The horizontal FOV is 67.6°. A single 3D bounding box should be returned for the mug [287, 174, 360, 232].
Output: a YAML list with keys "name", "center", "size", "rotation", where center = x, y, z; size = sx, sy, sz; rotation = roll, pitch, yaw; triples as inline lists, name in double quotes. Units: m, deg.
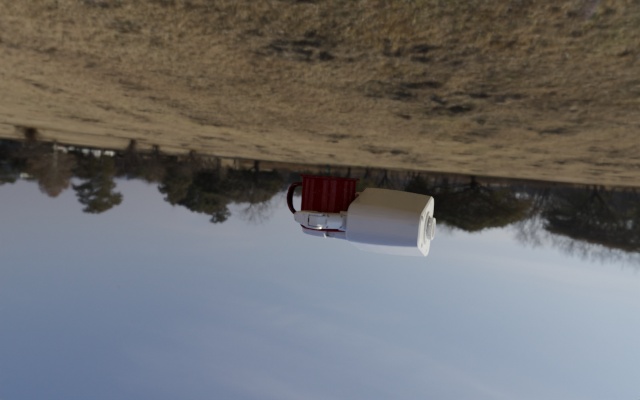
- name: "mug"
  center: [-0.001, 0.002, 0.740]
  size: [0.117, 0.081, 0.093]
  rotation: [6, 4, 22]
